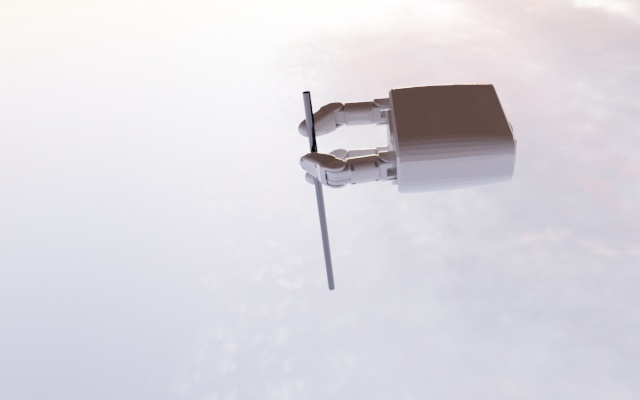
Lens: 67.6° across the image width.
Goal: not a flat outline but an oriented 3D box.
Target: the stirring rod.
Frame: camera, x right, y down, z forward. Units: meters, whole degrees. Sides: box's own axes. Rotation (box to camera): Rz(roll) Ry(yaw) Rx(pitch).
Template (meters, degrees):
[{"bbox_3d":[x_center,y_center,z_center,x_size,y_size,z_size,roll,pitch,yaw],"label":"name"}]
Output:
[{"bbox_3d":[0.000,0.002,0.506,0.011,0.240,0.011,-5,31,3],"label":"stirring rod"}]
